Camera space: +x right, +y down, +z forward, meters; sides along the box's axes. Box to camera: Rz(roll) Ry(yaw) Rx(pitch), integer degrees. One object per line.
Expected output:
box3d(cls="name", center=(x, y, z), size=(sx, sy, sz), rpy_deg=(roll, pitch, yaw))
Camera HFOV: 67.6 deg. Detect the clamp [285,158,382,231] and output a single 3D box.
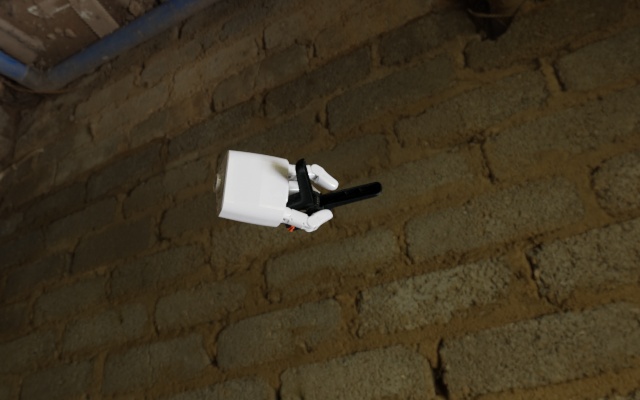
box3d(cls="clamp", center=(0.000, 0.004, 0.861), size=(0.164, 0.036, 0.210), rpy_deg=(12, -33, -20))
